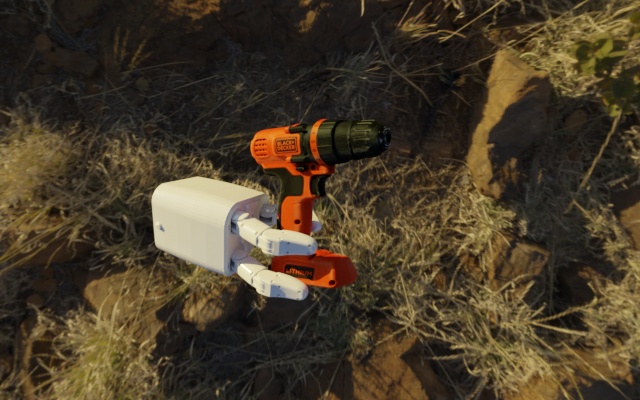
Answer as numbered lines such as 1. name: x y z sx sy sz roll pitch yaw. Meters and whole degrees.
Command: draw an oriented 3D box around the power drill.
1. power drill: 0.000 0.002 0.551 0.184 0.187 0.057 1 4 38
